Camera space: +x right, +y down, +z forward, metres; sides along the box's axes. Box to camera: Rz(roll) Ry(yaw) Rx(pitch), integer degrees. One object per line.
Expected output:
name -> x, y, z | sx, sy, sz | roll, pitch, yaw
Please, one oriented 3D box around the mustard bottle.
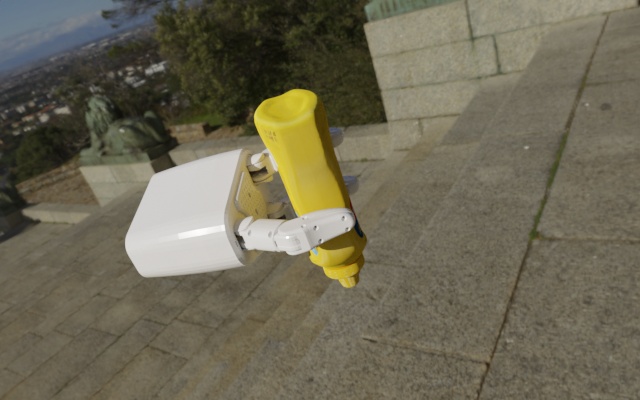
mustard bottle -> 0.000, 0.001, 0.433 | 0.058, 0.192, 0.096 | -22, 26, -4
